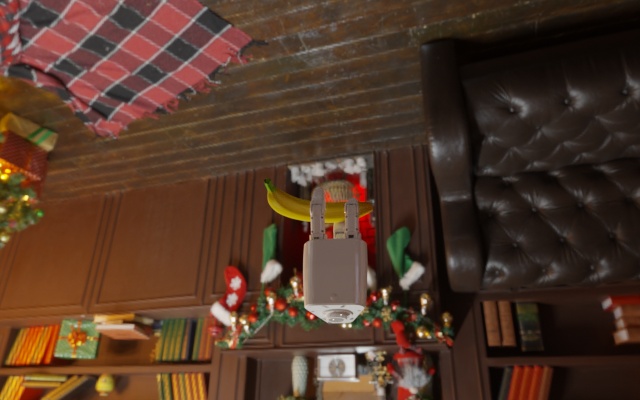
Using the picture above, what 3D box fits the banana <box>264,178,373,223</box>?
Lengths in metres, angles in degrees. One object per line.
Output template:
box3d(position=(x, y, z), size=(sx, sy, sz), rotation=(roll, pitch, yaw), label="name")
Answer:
box3d(position=(-0.009, 0.011, 0.835), size=(0.198, 0.037, 0.070), rotation=(11, -34, -14), label="banana")
